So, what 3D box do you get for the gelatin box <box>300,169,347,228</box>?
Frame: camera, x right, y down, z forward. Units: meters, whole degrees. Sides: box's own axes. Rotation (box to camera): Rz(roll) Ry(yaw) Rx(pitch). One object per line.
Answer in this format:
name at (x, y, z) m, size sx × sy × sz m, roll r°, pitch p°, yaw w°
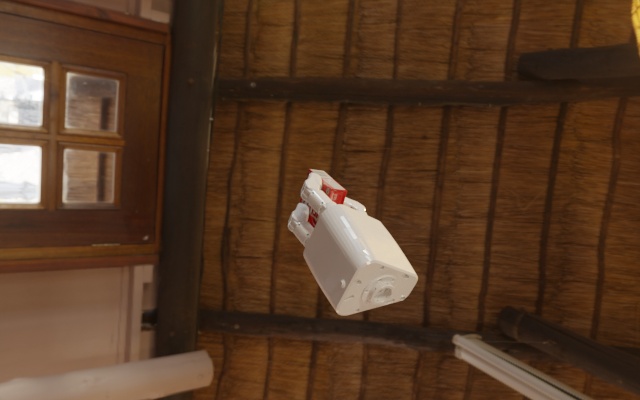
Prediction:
gelatin box at (0.000, 0.002, 0.709) m, size 0.030 × 0.073 × 0.089 m, roll 7°, pitch 20°, yaw -27°
